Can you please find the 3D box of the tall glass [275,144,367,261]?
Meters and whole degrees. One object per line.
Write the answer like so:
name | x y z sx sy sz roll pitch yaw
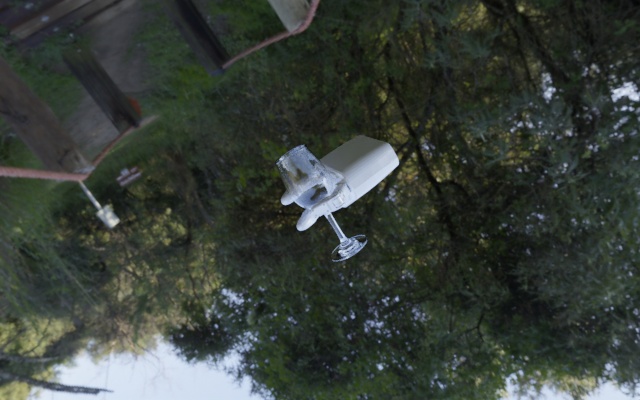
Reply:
tall glass | 0.000 0.003 0.823 0.079 0.201 0.079 -30 15 9
